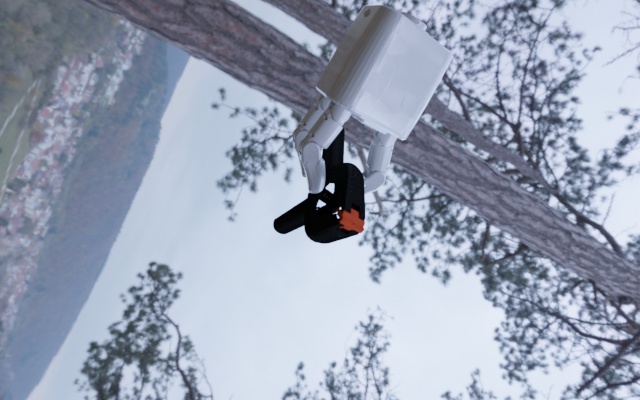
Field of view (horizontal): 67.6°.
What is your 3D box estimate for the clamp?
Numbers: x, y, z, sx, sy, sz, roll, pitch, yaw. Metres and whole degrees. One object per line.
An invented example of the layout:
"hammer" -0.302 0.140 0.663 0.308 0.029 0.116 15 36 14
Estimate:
"clamp" 0.001 0.002 0.556 0.036 0.164 0.210 26 14 -20
